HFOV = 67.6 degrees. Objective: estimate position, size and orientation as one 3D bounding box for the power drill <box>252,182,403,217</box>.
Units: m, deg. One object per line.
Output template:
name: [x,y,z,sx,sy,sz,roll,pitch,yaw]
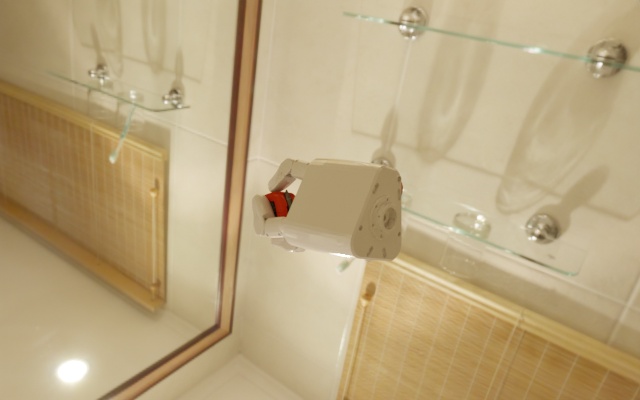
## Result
power drill: [0.000,0.002,0.698,0.187,0.057,0.184,-14,0,-28]
